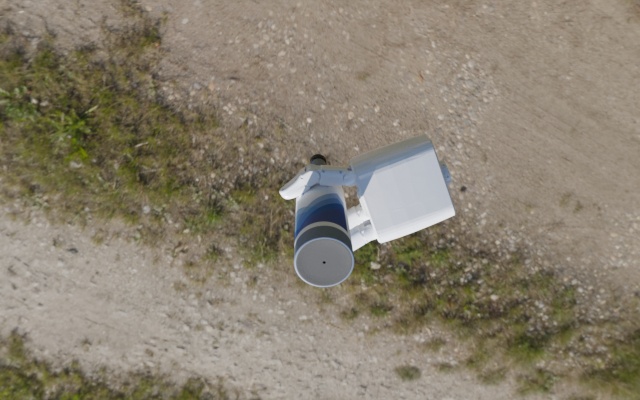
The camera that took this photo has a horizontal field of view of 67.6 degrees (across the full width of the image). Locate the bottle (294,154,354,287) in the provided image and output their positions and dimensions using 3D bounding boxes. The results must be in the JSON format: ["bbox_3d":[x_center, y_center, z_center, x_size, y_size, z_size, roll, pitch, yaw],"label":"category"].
[{"bbox_3d":[0.000,0.002,0.652,0.069,0.069,0.295,0,27,-2],"label":"bottle"}]
